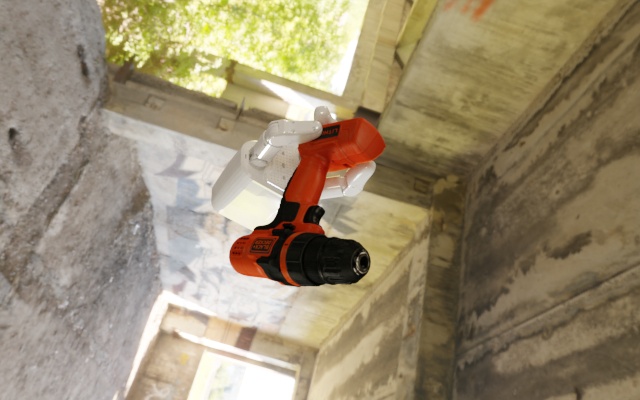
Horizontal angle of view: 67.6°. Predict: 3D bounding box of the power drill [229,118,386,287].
[{"bbox_3d":[0.000,0.001,0.497,0.184,0.187,0.057,-3,-39,45],"label":"power drill"}]
